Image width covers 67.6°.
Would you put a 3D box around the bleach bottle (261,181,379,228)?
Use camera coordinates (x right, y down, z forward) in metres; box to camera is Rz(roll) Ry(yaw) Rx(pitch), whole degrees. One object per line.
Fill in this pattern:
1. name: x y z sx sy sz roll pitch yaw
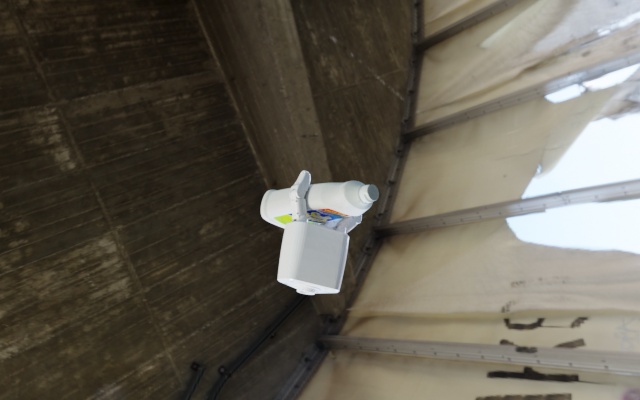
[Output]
1. bleach bottle: 0.000 0.003 0.891 0.102 0.068 0.251 26 -25 -35
